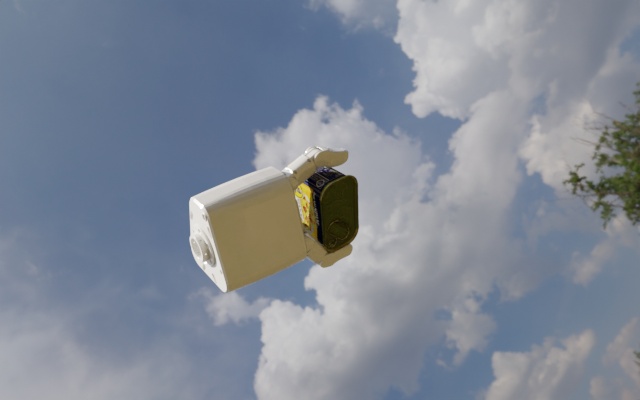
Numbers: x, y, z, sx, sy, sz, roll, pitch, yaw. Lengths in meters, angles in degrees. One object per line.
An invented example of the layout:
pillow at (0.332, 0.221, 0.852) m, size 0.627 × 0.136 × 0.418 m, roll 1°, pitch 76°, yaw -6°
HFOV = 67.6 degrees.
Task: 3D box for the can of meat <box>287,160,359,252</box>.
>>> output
can of meat at (0.000, 0.002, 0.614) m, size 0.057 × 0.102 × 0.084 m, roll -26°, pitch 39°, yaw -30°
